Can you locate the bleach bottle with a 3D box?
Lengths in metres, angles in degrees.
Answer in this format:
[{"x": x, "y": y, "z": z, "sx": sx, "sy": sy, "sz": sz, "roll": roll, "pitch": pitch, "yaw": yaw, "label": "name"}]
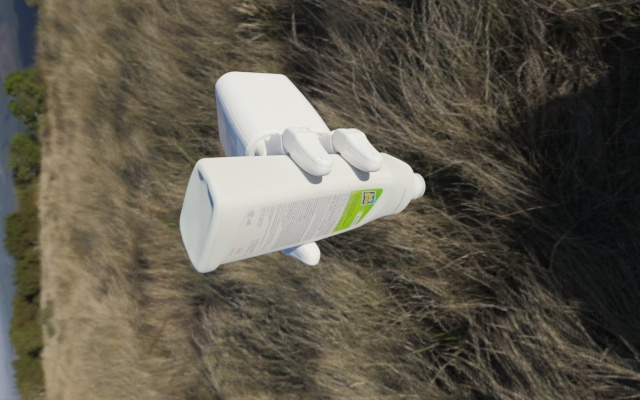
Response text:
[{"x": 0.000, "y": 0.001, "z": 0.465, "sx": 0.251, "sy": 0.068, "sz": 0.103, "roll": -6, "pitch": -39, "yaw": -34, "label": "bleach bottle"}]
